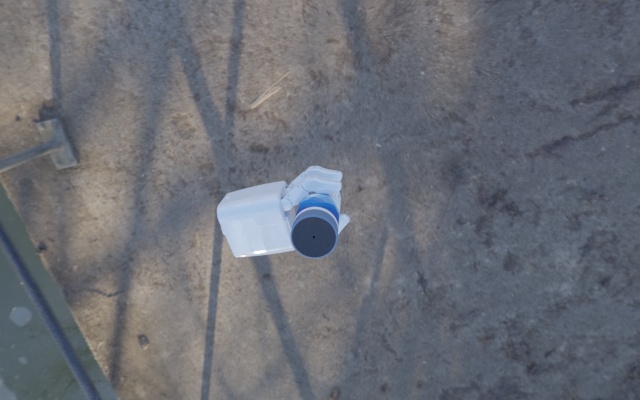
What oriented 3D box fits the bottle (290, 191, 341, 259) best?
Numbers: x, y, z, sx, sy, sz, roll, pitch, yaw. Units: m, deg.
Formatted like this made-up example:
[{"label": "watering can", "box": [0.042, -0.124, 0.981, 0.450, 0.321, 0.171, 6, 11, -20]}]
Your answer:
[{"label": "bottle", "box": [0.000, 0.003, 0.802, 0.069, 0.069, 0.295, 0, 19, 4]}]
